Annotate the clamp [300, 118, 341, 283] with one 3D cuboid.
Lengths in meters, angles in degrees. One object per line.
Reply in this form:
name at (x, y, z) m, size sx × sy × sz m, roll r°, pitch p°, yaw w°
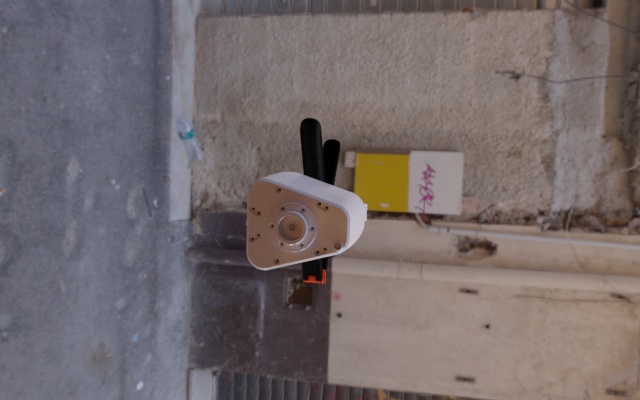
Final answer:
clamp at (0.001, 0.003, 0.638) m, size 0.036 × 0.210 × 0.164 m, roll 3°, pitch 5°, yaw 13°
